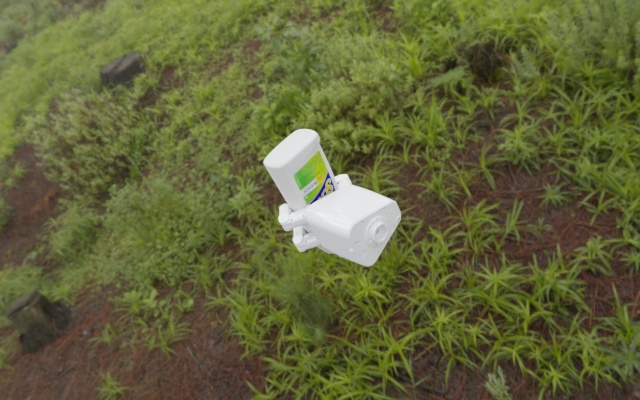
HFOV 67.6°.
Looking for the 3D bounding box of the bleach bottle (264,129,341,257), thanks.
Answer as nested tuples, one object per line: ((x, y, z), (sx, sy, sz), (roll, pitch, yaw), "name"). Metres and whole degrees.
((0.000, 0.003, 0.849), (0.102, 0.251, 0.068), (-45, 37, -20), "bleach bottle")
